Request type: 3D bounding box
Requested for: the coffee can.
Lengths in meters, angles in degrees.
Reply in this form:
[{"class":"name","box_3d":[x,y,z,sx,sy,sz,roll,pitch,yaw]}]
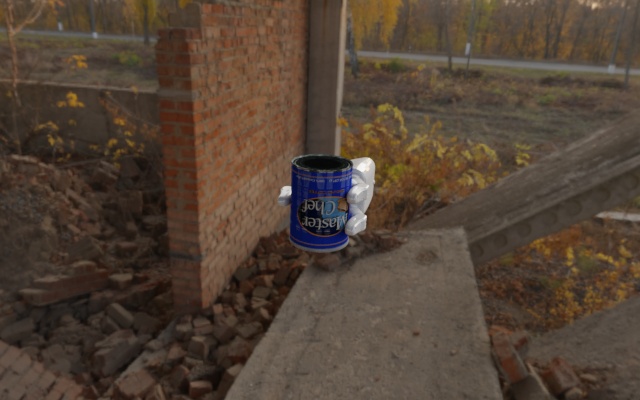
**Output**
[{"class":"coffee can","box_3d":[0.000,0.003,0.801,0.103,0.140,0.102,2,20,-1]}]
